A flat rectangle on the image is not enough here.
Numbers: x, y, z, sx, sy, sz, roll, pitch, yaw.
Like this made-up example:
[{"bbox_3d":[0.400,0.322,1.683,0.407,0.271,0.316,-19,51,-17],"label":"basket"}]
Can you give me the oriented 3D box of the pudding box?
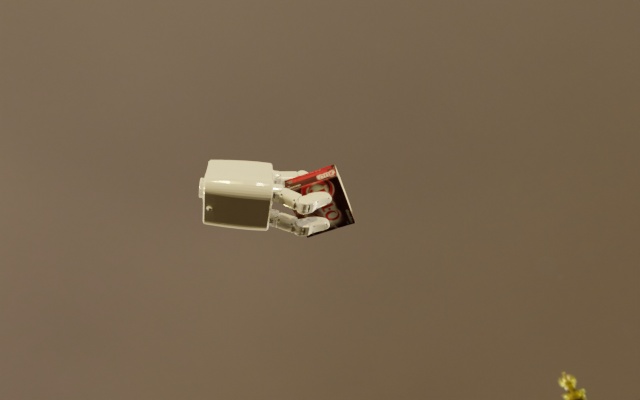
[{"bbox_3d":[0.000,0.003,0.800,0.090,0.114,0.039,-17,42,8],"label":"pudding box"}]
